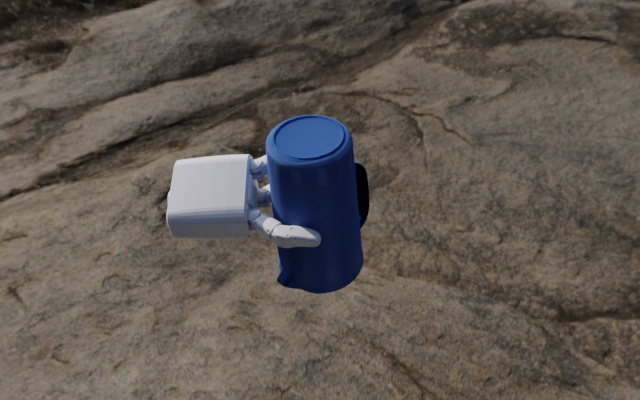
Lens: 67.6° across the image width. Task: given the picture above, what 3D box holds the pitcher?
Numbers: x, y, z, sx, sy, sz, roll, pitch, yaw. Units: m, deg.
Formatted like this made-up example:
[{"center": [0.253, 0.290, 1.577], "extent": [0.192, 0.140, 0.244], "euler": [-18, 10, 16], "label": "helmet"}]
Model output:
[{"center": [0.000, 0.002, 0.669], "extent": [0.145, 0.243, 0.149], "euler": [-2, 44, 3], "label": "pitcher"}]
